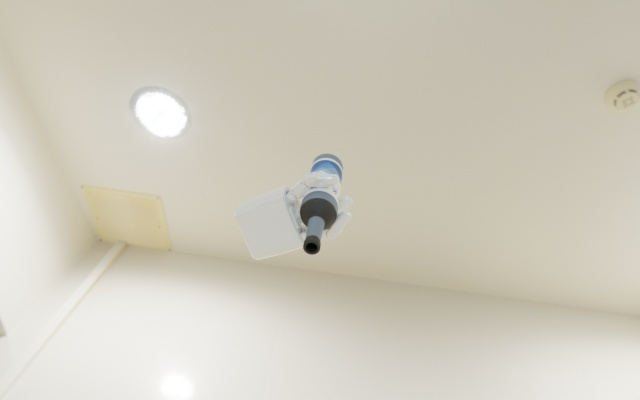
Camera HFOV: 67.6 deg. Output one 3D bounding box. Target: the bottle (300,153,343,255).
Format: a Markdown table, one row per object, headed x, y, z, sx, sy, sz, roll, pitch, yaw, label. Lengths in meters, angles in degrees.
| x | y | z | sx | sy | sz | roll | pitch | yaw | label |
| --- | --- | --- | --- | --- | --- | --- | --- | --- | --- |
| 0.000 | 0.003 | 0.872 | 0.069 | 0.069 | 0.295 | 0 | 29 | 6 | bottle |
